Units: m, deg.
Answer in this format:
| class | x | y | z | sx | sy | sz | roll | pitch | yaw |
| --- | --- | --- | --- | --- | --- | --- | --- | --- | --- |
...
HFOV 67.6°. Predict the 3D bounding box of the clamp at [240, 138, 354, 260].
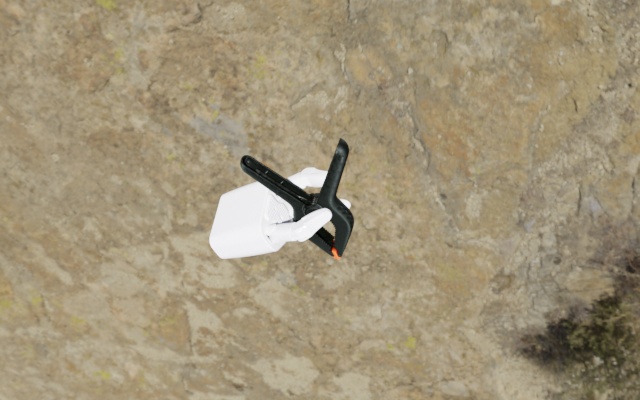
| class | x | y | z | sx | sy | sz | roll | pitch | yaw |
| --- | --- | --- | --- | --- | --- | --- | --- | --- | --- |
| clamp | 0.000 | 0.003 | 0.688 | 0.164 | 0.210 | 0.036 | -12 | 35 | 31 |
